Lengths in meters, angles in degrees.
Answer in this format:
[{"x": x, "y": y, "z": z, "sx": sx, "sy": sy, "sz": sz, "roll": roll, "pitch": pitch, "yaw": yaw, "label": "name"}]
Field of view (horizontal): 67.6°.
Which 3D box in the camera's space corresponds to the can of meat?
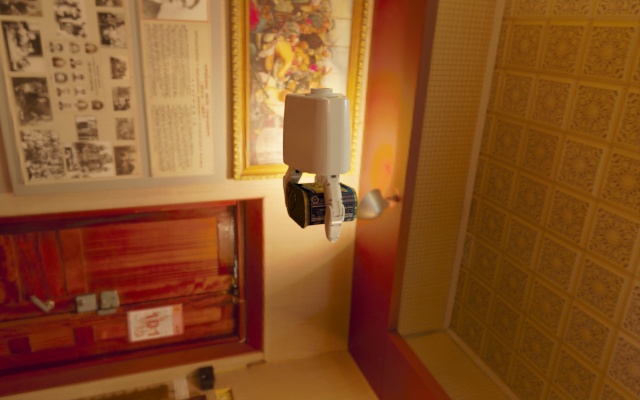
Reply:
[{"x": 0.000, "y": 0.002, "z": 0.733, "sx": 0.084, "sy": 0.057, "sz": 0.102, "roll": -5, "pitch": 15, "yaw": -19, "label": "can of meat"}]
